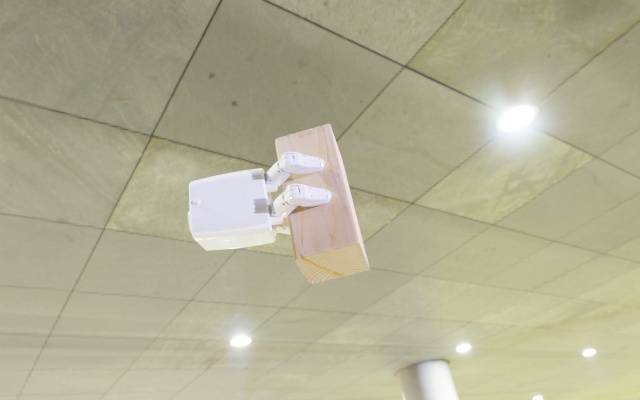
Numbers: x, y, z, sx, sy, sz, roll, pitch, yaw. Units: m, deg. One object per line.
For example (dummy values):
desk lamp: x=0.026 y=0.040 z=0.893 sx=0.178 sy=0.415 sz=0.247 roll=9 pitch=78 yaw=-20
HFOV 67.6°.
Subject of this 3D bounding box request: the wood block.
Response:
wood block: x=0.000 y=0.003 z=0.694 sx=0.090 sy=0.206 sz=0.091 roll=-15 pitch=-33 yaw=5
